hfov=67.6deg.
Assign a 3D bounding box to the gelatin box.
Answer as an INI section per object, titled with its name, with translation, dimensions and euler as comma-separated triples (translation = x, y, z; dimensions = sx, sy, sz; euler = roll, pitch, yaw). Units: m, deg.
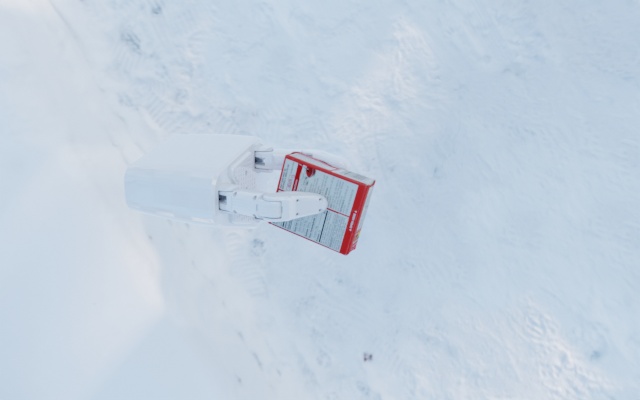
[gelatin box]
translation = 0.000, 0.002, 0.458
dimensions = 0.089, 0.073, 0.030
euler = 21, 20, 19
